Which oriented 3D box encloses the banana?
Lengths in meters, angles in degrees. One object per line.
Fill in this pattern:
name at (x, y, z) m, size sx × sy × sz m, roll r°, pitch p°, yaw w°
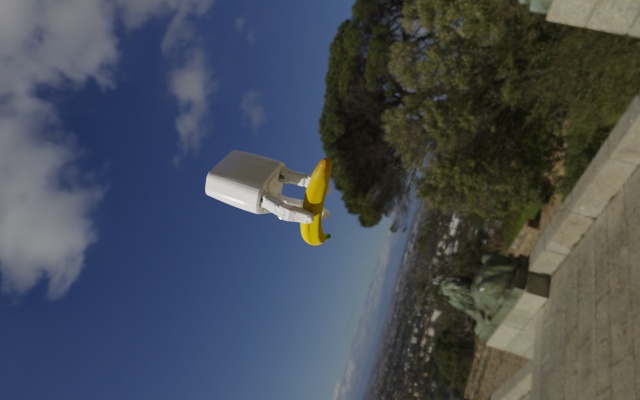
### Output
banana at (-0.008, 0.017, 0.826) m, size 0.037 × 0.198 × 0.069 m, roll 20°, pitch 48°, yaw 17°
